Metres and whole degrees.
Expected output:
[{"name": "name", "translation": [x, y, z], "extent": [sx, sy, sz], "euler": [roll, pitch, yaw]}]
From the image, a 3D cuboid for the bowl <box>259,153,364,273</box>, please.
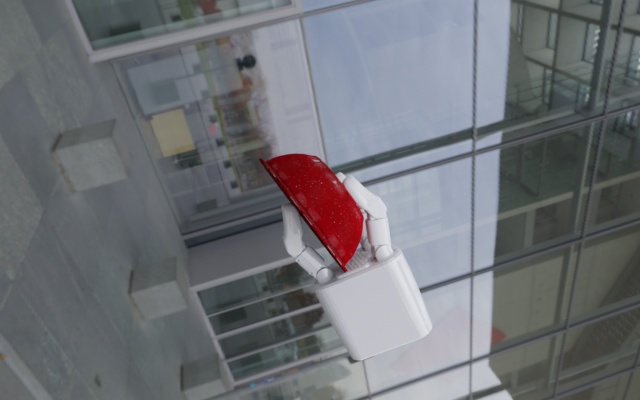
[{"name": "bowl", "translation": [0.000, 0.001, 0.540], "extent": [0.055, 0.162, 0.162], "euler": [-38, 3, -4]}]
